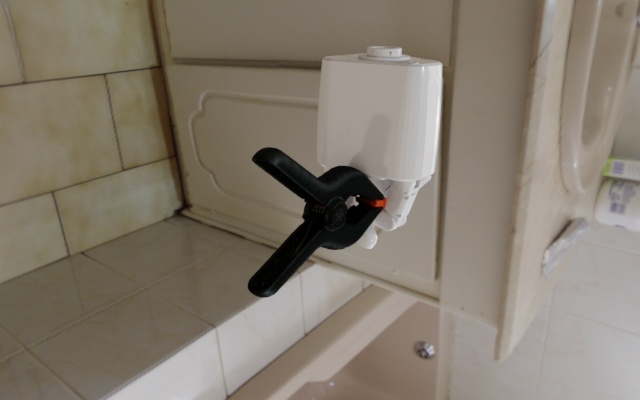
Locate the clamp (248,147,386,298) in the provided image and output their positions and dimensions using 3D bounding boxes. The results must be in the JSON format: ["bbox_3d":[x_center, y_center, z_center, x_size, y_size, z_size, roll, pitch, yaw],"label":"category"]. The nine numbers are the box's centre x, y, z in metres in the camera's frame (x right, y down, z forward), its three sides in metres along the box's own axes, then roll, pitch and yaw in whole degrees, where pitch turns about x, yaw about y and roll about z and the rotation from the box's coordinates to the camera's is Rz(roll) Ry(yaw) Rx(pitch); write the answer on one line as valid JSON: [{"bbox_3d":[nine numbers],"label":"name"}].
[{"bbox_3d":[0.001,0.002,0.421,0.039,0.120,0.171,20,28,34],"label":"clamp"}]
